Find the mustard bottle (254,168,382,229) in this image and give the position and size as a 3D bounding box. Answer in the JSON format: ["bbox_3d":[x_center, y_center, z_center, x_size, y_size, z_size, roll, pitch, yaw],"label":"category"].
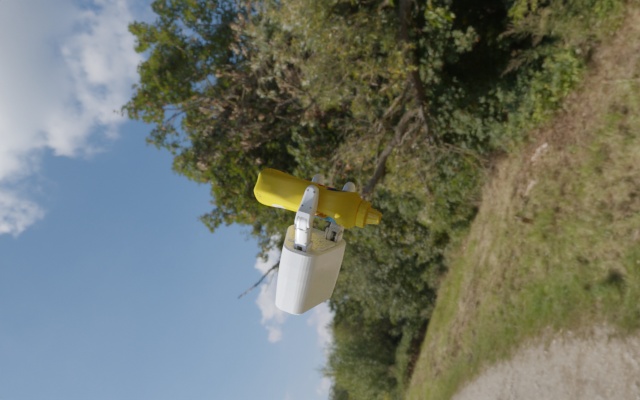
[{"bbox_3d":[0.000,0.002,0.738,0.191,0.058,0.096,16,-6,14],"label":"mustard bottle"}]
